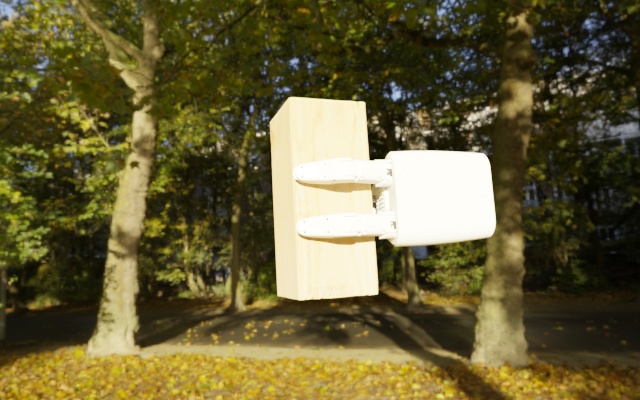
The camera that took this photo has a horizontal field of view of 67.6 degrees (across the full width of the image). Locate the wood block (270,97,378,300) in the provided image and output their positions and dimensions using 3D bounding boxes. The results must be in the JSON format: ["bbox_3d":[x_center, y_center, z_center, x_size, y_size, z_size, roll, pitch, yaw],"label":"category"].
[{"bbox_3d":[0.000,0.002,0.532,0.090,0.206,0.091,-1,-8,-19],"label":"wood block"}]
